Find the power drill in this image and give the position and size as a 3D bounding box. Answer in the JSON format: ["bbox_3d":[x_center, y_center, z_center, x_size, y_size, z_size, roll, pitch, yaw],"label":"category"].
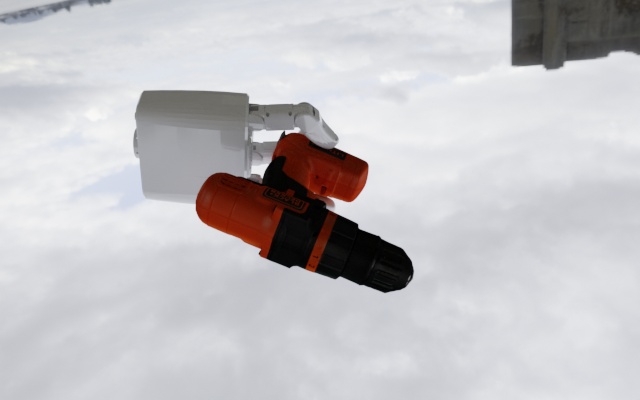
[{"bbox_3d":[0.000,0.001,0.448,0.184,0.057,0.187,23,23,1],"label":"power drill"}]
